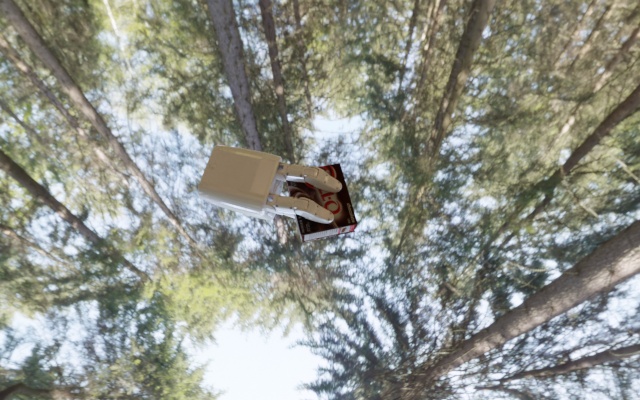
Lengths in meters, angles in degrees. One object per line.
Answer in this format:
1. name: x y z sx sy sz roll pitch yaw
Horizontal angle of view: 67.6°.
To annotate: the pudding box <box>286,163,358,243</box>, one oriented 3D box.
1. pudding box: 0.000 0.003 0.749 0.090 0.113 0.039 -12 -23 -8
